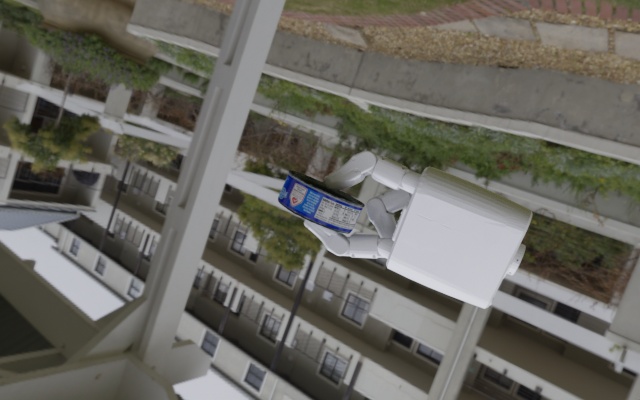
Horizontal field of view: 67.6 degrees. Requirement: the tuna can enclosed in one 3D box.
[{"bbox_3d":[0.000,0.002,0.493,0.086,0.034,0.086,24,7,-3],"label":"tuna can"}]
